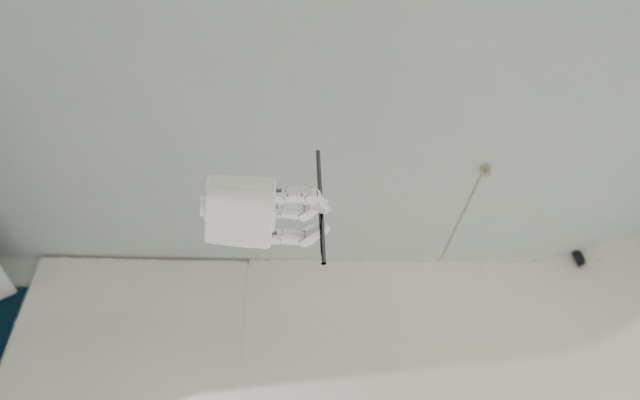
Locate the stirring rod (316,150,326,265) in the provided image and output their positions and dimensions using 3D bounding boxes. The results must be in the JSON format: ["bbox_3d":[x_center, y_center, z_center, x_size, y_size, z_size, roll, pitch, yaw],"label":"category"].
[{"bbox_3d":[0.000,0.003,0.791,0.011,0.239,0.011,-2,-40,-1],"label":"stirring rod"}]
